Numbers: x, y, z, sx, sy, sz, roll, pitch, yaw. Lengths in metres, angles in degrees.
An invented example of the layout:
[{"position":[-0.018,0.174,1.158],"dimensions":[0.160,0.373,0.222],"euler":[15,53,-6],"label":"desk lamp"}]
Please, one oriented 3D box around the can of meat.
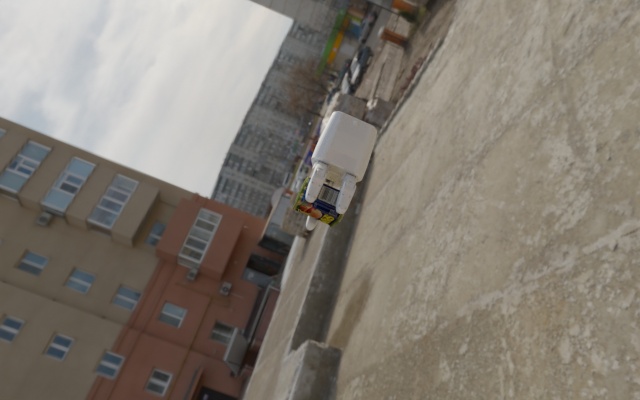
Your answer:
[{"position":[0.000,0.003,0.862],"dimensions":[0.084,0.057,0.102],"euler":[24,-14,-5],"label":"can of meat"}]
